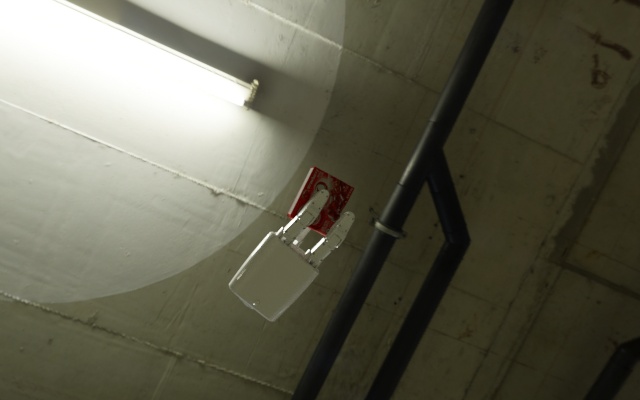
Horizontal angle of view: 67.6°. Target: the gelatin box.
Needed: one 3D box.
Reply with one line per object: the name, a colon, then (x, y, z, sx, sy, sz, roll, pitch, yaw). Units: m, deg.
gelatin box: (0.000, 0.002, 0.744, 0.073, 0.089, 0.030, 28, -4, -12)
